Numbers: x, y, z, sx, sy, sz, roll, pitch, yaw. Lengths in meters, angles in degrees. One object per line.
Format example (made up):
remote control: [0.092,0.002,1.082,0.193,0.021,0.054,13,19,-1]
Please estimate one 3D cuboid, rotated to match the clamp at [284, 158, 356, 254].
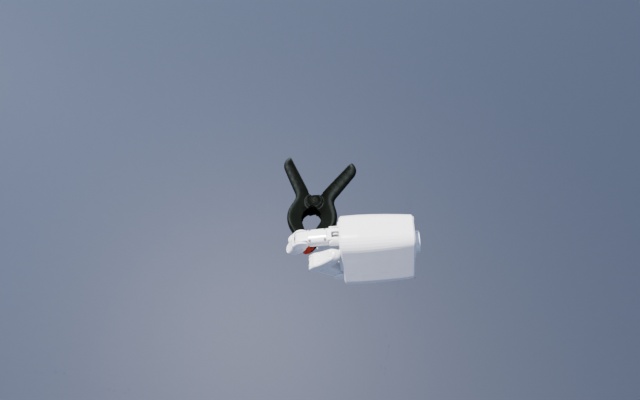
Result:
clamp: [0.000,0.002,0.768,0.120,0.171,0.039,-4,-27,6]
